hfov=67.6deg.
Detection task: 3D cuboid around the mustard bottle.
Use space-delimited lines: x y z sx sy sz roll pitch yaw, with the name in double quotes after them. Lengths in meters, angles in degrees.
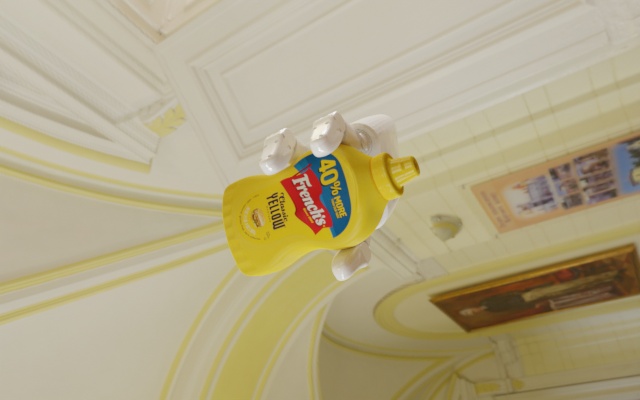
0.000 0.002 0.442 0.191 0.096 0.058 -21 -16 25 "mustard bottle"
